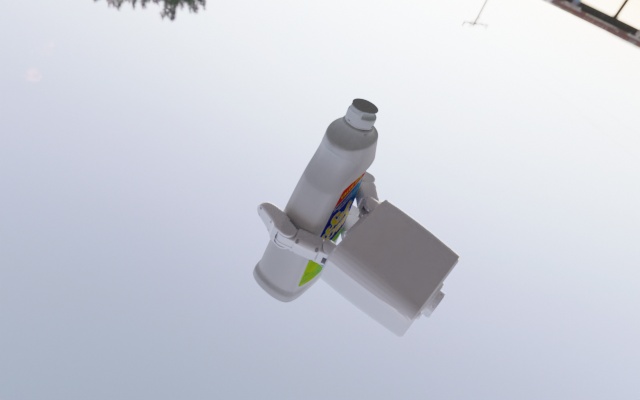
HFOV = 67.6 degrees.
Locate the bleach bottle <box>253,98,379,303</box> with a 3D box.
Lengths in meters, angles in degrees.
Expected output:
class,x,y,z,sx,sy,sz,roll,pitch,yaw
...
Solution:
class,x,y,z,sx,sy,sz,roll,pitch,yaw
bleach bottle,0.000,0.002,0.538,0.068,0.251,0.102,37,40,18
